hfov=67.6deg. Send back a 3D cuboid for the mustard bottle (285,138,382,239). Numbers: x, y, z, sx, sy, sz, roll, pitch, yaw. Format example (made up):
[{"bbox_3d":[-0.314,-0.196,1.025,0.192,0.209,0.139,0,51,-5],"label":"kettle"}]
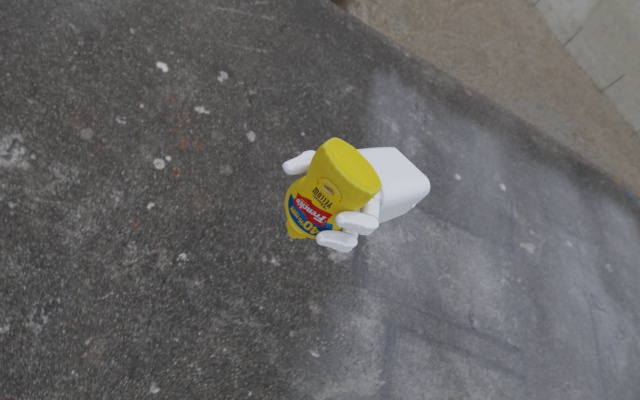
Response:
[{"bbox_3d":[0.000,0.002,0.685,0.058,0.096,0.192,-43,-4,-43],"label":"mustard bottle"}]
